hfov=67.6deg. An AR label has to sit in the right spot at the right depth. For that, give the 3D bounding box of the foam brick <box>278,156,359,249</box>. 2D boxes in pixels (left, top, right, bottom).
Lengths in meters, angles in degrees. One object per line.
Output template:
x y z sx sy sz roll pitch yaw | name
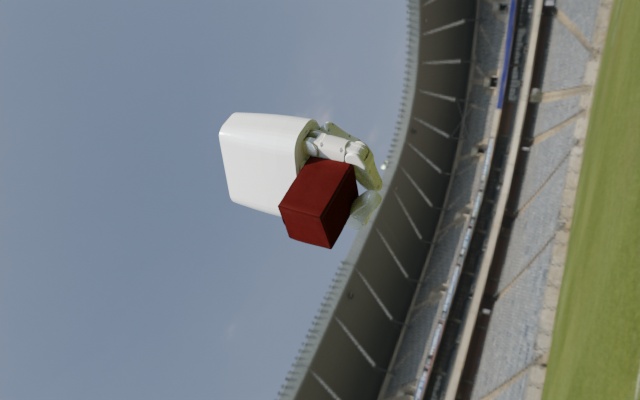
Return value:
0.000 0.002 0.494 0.051 0.078 0.053 12 -38 24 | foam brick
